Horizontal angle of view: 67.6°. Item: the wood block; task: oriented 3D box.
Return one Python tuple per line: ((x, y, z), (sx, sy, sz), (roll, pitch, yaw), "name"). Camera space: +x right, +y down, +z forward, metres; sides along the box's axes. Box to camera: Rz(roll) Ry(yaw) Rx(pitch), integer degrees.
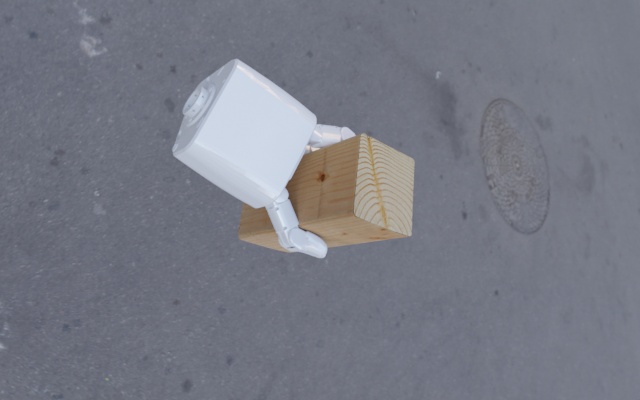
((0.000, 0.002, 0.565), (0.090, 0.090, 0.206), (20, -22, -38), "wood block")
